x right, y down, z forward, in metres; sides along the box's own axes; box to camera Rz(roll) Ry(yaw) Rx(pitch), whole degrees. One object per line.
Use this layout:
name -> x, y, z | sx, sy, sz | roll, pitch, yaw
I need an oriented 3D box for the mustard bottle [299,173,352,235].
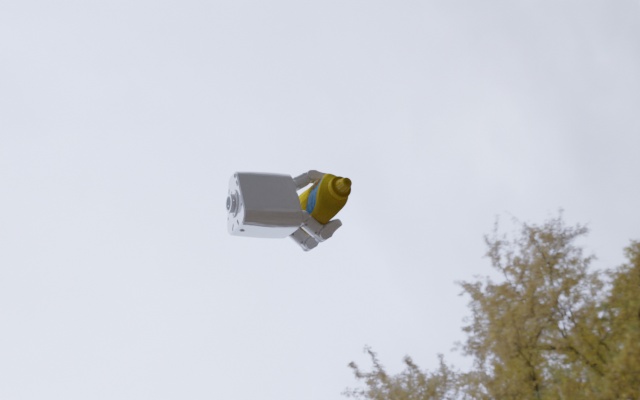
mustard bottle -> 0.000, 0.003, 0.875 | 0.058, 0.096, 0.192 | 28, -32, -16
